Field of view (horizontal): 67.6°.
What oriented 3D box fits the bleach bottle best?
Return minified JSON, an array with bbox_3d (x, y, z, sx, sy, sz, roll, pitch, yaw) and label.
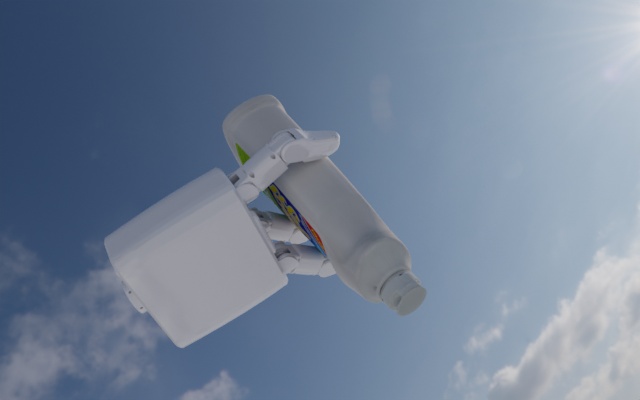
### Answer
[{"bbox_3d":[0.000,0.001,0.425,0.068,0.103,0.250,-33,47,-12],"label":"bleach bottle"}]
